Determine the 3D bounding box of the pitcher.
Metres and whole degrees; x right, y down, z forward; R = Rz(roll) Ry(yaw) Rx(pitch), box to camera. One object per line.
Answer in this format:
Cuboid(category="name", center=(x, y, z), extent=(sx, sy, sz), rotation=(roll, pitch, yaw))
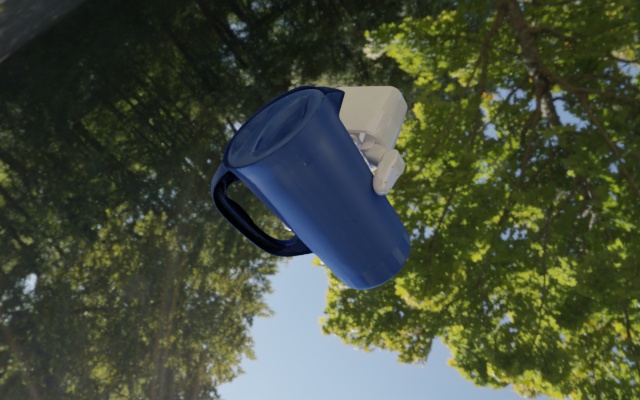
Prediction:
Cuboid(category="pitcher", center=(0.000, 0.002, 0.567), extent=(0.149, 0.145, 0.243), rotation=(-10, -50, 39))
